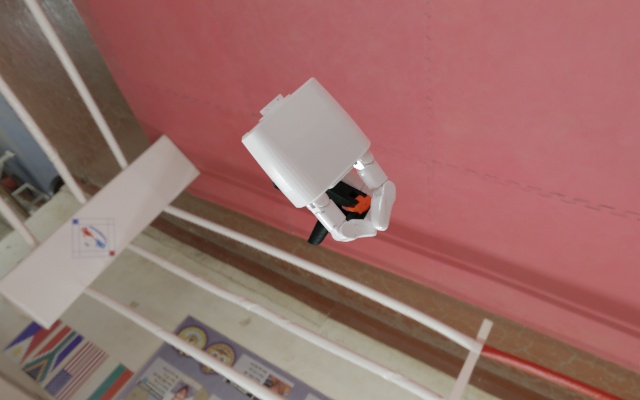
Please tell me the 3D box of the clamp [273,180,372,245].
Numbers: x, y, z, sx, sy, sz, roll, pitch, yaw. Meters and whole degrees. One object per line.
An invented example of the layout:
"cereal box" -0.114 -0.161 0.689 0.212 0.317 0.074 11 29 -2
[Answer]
"clamp" 0.000 0.003 0.648 0.039 0.120 0.171 -47 14 -32
